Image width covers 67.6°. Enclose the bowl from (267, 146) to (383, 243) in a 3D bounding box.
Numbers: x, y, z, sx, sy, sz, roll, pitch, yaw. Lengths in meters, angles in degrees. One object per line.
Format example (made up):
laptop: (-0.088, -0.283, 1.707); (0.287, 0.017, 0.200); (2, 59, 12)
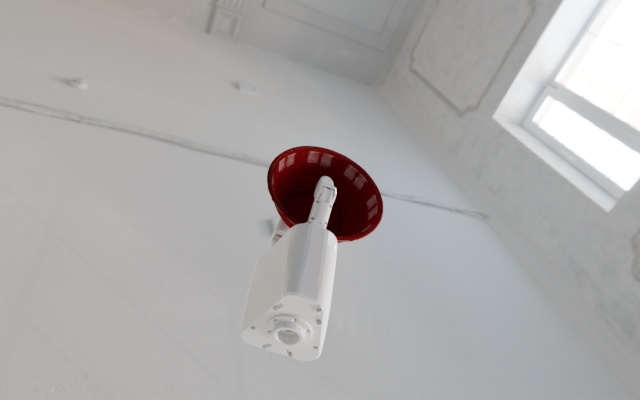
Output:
bowl: (0.000, 0.002, 0.642); (0.162, 0.162, 0.055); (0, -38, -25)
